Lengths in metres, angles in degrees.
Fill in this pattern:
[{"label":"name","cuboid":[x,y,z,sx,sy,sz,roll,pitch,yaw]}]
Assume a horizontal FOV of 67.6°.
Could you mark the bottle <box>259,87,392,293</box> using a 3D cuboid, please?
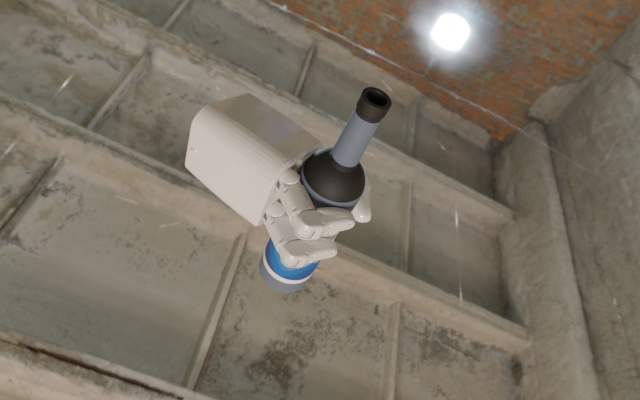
[{"label":"bottle","cuboid":[0.000,0.002,0.504,0.069,0.069,0.296,0,-36,-23]}]
